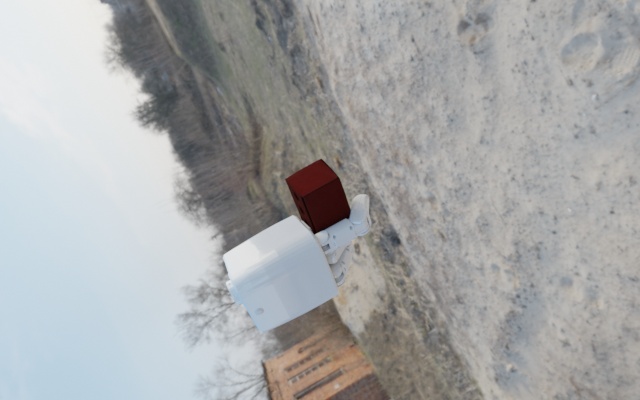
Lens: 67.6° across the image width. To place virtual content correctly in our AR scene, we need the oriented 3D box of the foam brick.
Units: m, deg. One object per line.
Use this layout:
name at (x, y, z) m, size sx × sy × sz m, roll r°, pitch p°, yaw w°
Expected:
foam brick at (0.000, 0.002, 0.571) m, size 0.051 × 0.078 × 0.053 m, roll -28°, pitch 36°, yaw -10°
